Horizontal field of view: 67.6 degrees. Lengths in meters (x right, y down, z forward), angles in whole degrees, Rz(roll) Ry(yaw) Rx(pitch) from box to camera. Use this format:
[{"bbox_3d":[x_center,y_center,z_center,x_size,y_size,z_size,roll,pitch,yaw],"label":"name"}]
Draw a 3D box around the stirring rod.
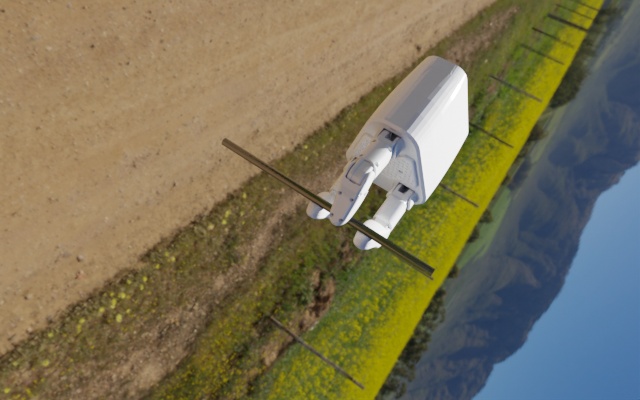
[{"bbox_3d":[0.000,0.001,0.448,0.239,0.011,0.011,32,10,17],"label":"stirring rod"}]
